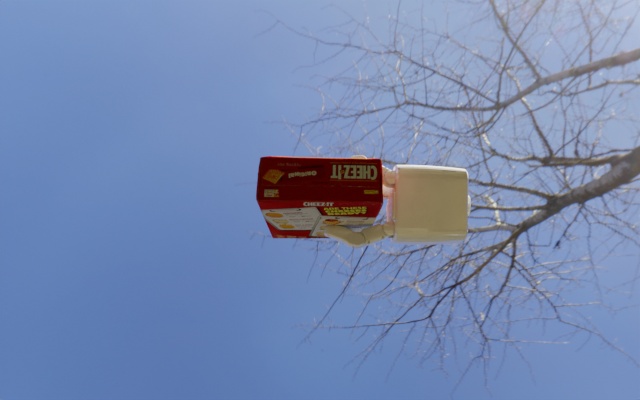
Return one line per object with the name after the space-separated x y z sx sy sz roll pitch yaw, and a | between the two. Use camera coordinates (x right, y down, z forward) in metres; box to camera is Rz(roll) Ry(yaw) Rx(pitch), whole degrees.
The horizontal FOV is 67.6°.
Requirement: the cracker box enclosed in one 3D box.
0.000 0.003 0.714 0.164 0.072 0.214 0 -17 0 | cracker box
